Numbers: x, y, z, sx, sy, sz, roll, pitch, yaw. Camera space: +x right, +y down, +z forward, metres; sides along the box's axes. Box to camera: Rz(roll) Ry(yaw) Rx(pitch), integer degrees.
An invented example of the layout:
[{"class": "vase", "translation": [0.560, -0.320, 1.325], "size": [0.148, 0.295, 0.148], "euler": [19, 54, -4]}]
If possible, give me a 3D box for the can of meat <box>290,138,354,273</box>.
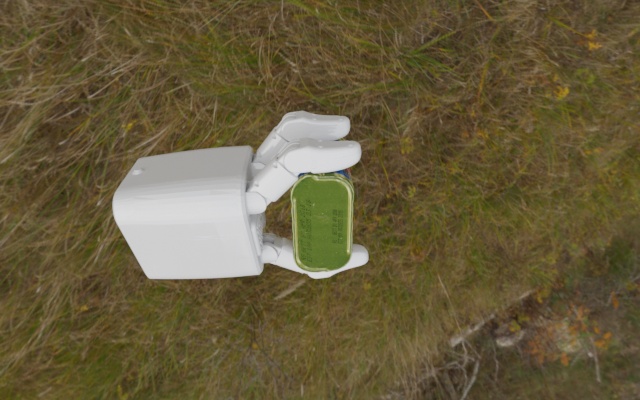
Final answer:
[{"class": "can of meat", "translation": [0.000, 0.002, 0.430], "size": [0.057, 0.102, 0.084], "euler": [-2, 30, -1]}]
